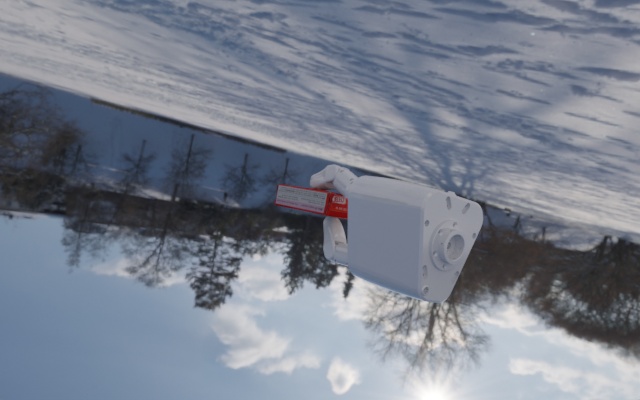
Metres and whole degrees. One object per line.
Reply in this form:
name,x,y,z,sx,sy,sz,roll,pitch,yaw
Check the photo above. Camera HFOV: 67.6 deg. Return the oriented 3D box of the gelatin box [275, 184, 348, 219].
gelatin box,0.000,0.002,0.589,0.089,0.030,0.073,9,-1,41
